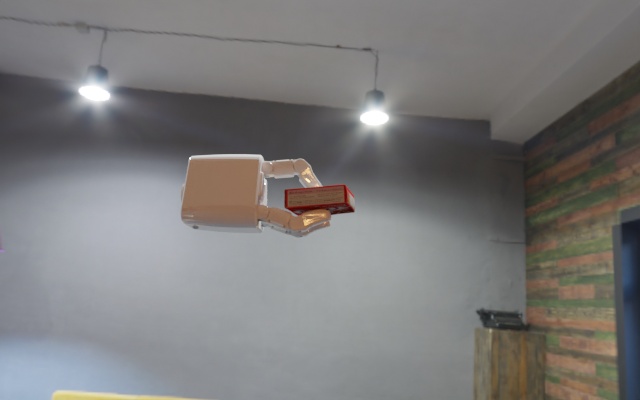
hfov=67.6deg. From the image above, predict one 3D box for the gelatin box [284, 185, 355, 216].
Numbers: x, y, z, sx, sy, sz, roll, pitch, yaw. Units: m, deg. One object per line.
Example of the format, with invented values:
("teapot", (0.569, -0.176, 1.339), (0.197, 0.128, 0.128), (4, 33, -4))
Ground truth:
("gelatin box", (0.000, 0.002, 0.685), (0.089, 0.030, 0.073), (-5, -13, 12))
